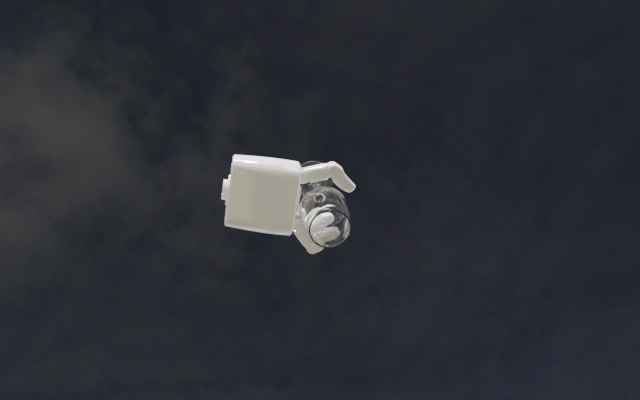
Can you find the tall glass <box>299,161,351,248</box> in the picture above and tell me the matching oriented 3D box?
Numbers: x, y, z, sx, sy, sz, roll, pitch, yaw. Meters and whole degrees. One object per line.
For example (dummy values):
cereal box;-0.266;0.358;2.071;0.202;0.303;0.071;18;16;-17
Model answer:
tall glass;0.000;0.002;0.774;0.079;0.079;0.201;0;23;-9
